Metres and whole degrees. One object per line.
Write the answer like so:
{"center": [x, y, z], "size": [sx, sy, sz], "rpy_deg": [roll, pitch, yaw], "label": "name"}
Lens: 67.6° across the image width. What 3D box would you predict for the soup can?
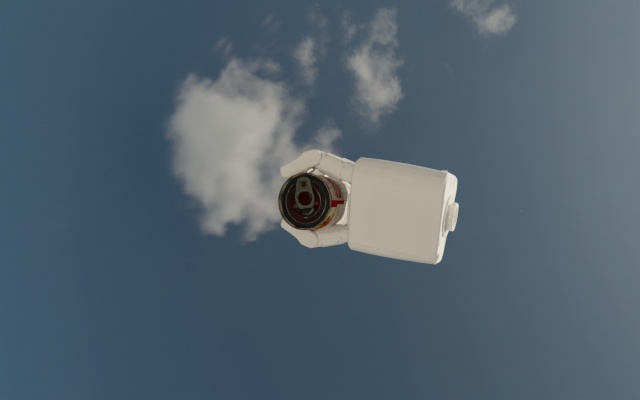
{"center": [0.000, 0.002, 0.602], "size": [0.068, 0.068, 0.102], "rpy_deg": [0, -1, 23], "label": "soup can"}
